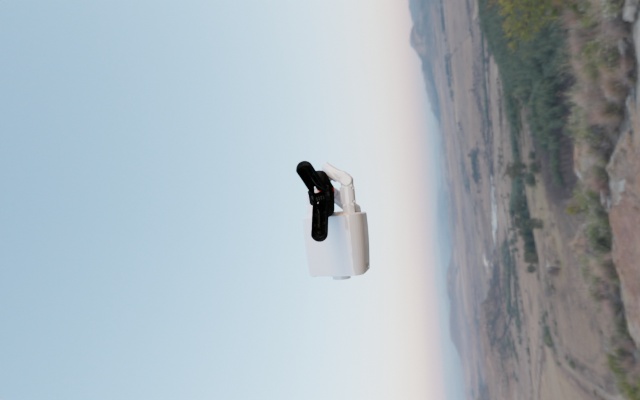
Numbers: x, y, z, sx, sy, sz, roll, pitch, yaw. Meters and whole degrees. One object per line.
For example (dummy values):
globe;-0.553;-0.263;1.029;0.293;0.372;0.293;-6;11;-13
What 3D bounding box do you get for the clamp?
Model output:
clamp;0.000;0.002;0.762;0.039;0.120;0.171;-6;-2;13
